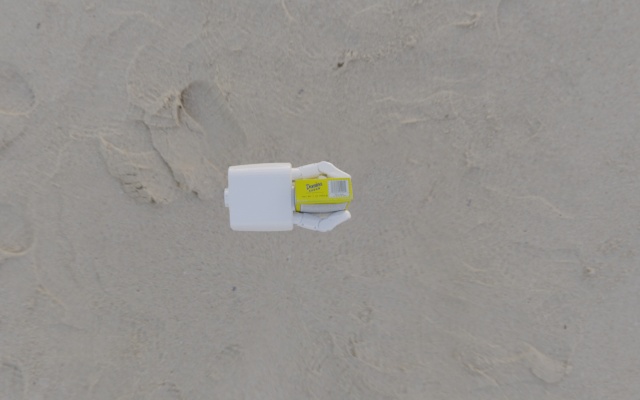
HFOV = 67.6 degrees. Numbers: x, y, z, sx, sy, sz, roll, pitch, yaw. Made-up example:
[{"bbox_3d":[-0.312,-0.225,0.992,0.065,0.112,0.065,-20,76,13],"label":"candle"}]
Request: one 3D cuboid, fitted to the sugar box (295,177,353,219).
[{"bbox_3d":[0.000,0.002,0.848,0.093,0.048,0.176,-2,-11,-5],"label":"sugar box"}]
